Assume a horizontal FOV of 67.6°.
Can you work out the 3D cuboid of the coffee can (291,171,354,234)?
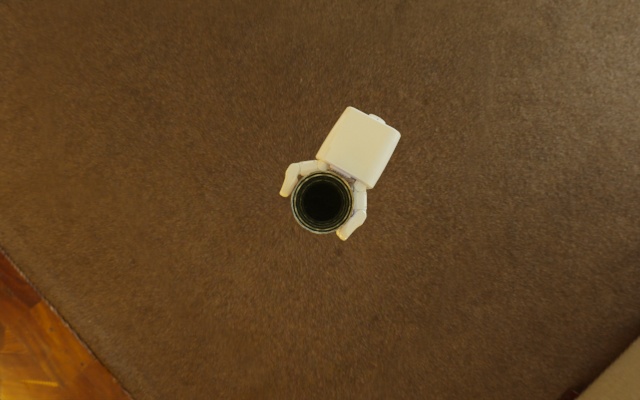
[{"bbox_3d":[0.000,0.003,0.833,0.103,0.103,0.140,0,0,-3],"label":"coffee can"}]
